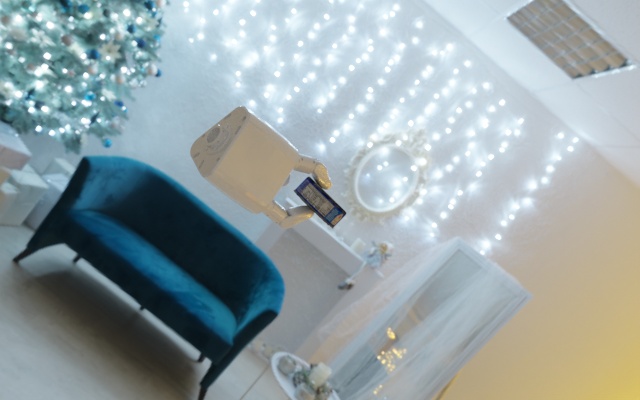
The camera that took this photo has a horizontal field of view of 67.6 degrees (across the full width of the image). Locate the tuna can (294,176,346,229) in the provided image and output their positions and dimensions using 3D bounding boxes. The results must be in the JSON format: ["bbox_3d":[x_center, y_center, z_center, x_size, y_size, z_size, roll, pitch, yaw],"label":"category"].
[{"bbox_3d":[0.001,0.002,0.742,0.086,0.034,0.086,44,2,-2],"label":"tuna can"}]
